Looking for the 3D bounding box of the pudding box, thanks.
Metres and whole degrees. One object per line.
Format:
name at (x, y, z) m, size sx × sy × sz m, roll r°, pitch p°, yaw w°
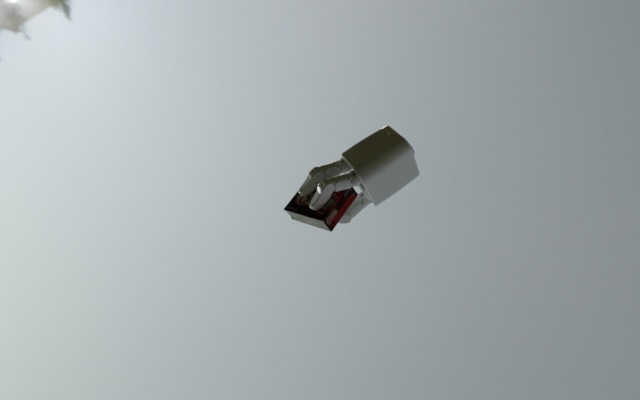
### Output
pudding box at (0.000, 0.003, 0.876) m, size 0.113 × 0.090 × 0.039 m, roll 12°, pitch -33°, yaw 48°
